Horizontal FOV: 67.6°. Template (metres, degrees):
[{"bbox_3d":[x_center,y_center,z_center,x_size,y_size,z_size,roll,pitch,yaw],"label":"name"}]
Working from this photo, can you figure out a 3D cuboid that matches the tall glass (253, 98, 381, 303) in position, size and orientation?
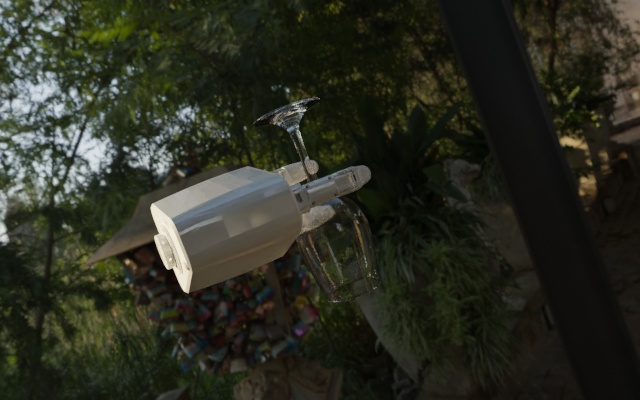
[{"bbox_3d":[0.000,0.001,0.497,0.079,0.201,0.079,-21,2,1],"label":"tall glass"}]
